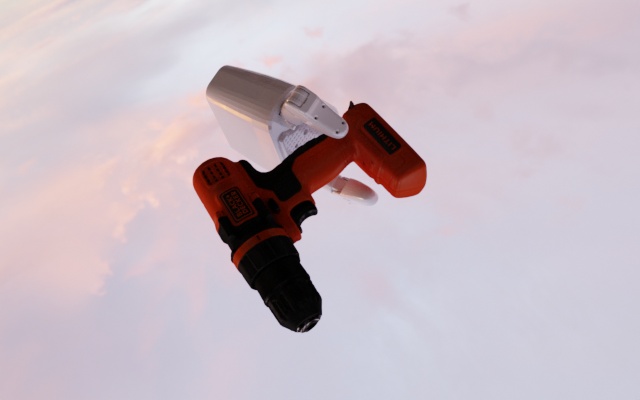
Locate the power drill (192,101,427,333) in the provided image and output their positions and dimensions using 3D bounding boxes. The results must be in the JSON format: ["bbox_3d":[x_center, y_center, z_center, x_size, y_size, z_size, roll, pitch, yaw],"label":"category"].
[{"bbox_3d":[0.000,0.001,0.429,0.187,0.184,0.057,-29,-27,-17],"label":"power drill"}]
